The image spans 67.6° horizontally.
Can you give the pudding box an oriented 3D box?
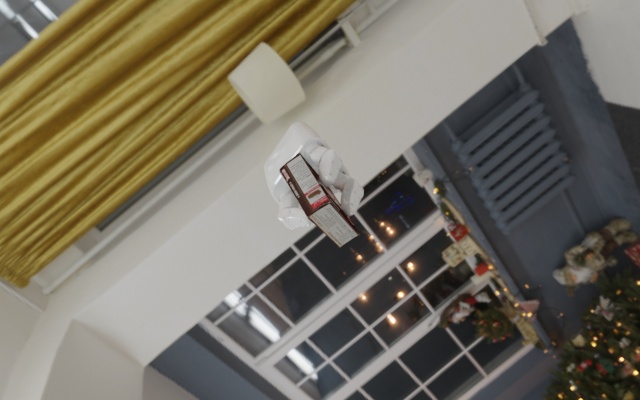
[{"bbox_3d":[0.000,0.002,0.625,0.039,0.090,0.113,-37,-33,6],"label":"pudding box"}]
